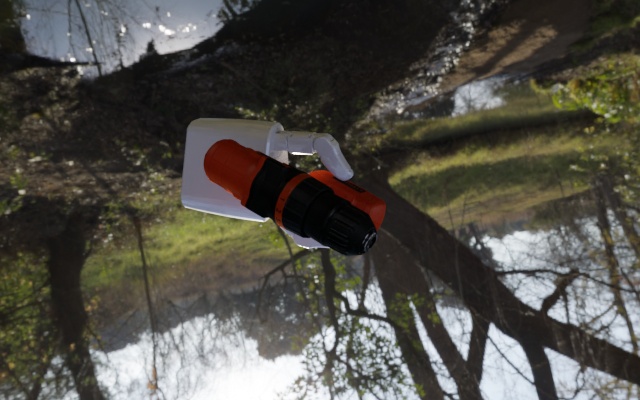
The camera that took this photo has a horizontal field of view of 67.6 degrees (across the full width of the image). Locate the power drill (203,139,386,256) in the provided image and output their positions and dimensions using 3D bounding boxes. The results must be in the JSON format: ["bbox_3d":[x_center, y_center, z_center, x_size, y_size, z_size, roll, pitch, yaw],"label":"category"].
[{"bbox_3d":[0.000,0.002,0.483,0.184,0.057,0.188,30,6,26],"label":"power drill"}]
